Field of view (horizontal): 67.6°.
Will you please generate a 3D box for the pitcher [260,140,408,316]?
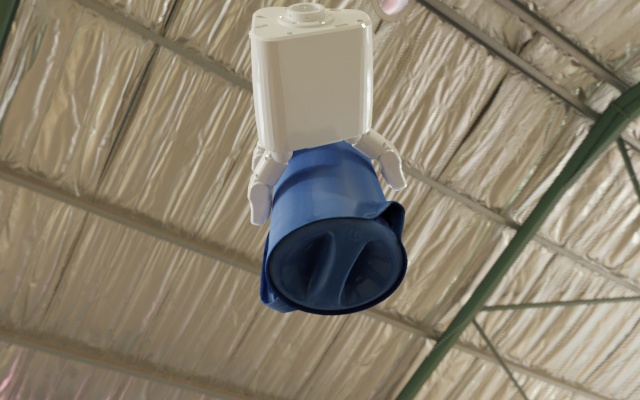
[{"bbox_3d":[0.000,0.002,0.537,0.149,0.145,0.242,-5,38,-1],"label":"pitcher"}]
